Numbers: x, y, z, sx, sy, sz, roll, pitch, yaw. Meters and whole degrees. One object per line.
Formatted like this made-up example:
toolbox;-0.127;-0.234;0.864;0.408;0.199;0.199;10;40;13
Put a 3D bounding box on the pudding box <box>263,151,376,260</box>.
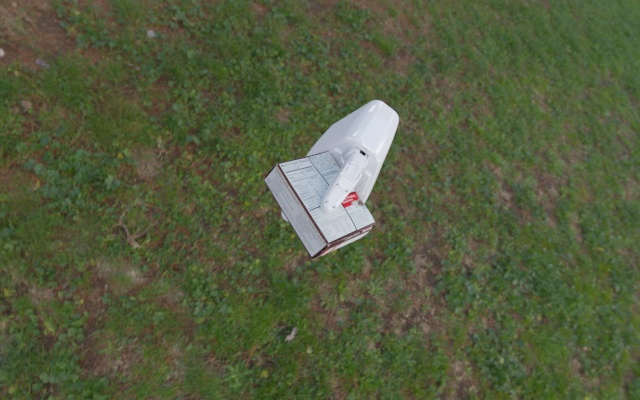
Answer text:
pudding box;0.000;0.002;0.553;0.090;0.113;0.039;-19;-20;-44
